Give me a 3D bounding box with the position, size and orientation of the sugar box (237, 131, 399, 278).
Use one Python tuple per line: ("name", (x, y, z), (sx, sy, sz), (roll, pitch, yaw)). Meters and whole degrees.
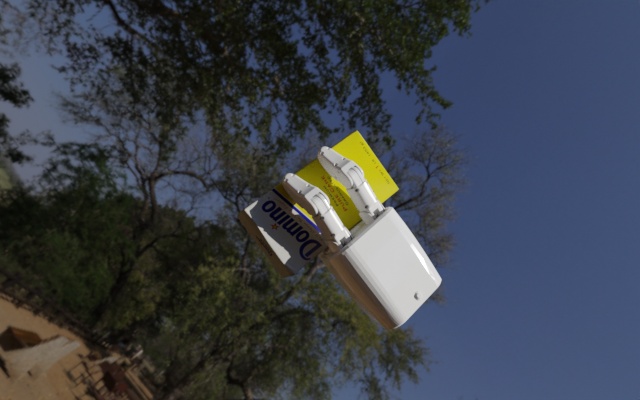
("sugar box", (0.000, 0.002, 0.566), (0.176, 0.093, 0.048), (-38, 3, -26))
